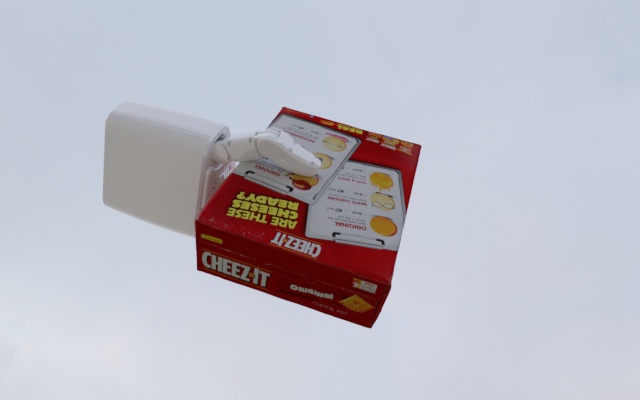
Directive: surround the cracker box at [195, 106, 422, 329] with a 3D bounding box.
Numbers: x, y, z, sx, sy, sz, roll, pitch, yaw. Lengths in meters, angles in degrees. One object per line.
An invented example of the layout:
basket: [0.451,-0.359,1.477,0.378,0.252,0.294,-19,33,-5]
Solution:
cracker box: [0.000,0.001,0.467,0.164,0.072,0.213,17,40,6]
